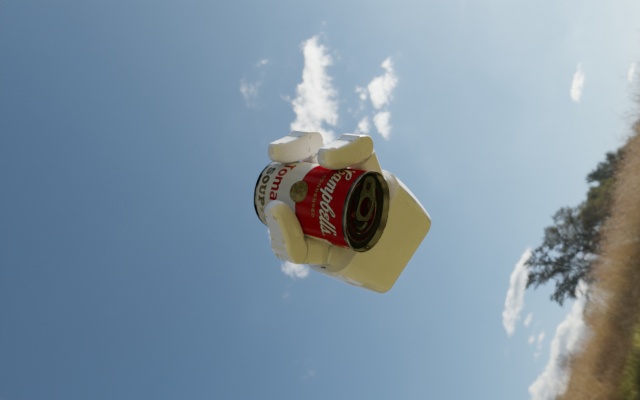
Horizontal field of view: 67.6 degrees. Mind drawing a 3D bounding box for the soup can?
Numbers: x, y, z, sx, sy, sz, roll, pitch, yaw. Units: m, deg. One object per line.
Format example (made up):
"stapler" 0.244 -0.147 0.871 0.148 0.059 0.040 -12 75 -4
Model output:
"soup can" 0.000 0.001 0.419 0.102 0.068 0.068 12 7 37
